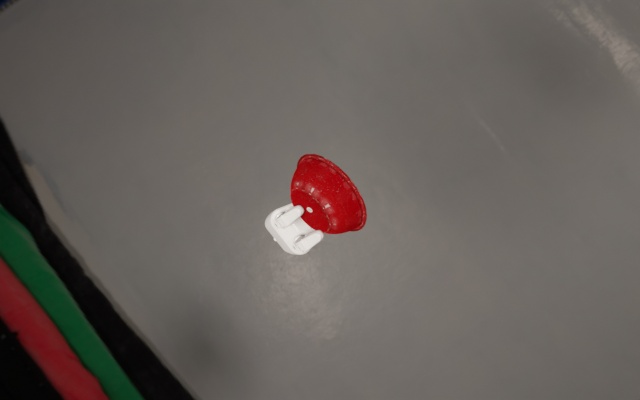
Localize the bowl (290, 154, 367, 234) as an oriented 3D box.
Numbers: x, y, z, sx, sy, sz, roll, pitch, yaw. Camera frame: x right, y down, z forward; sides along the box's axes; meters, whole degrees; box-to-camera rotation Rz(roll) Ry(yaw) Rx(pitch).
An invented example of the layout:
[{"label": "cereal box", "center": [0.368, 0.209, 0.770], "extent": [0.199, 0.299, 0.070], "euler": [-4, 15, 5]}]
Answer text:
[{"label": "bowl", "center": [0.000, 0.002, 0.809], "extent": [0.055, 0.162, 0.162], "euler": [-40, 21, -28]}]
